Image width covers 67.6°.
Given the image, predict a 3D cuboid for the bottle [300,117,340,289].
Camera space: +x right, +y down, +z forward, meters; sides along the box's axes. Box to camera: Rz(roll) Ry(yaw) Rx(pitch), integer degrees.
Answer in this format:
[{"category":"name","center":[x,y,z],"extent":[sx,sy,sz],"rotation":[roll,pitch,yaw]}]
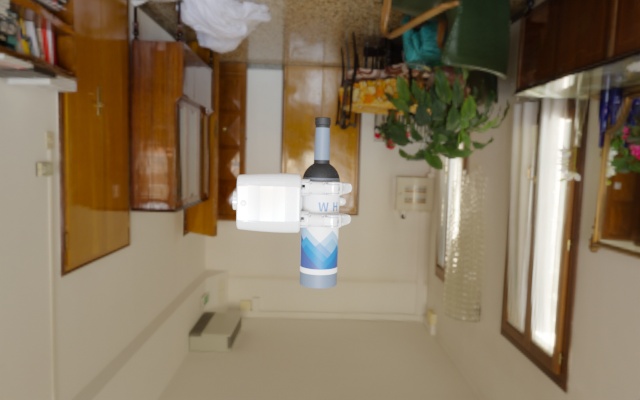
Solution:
[{"category":"bottle","center":[0.000,0.003,0.842],"extent":[0.069,0.296,0.069],"rotation":[2,5,0]}]
